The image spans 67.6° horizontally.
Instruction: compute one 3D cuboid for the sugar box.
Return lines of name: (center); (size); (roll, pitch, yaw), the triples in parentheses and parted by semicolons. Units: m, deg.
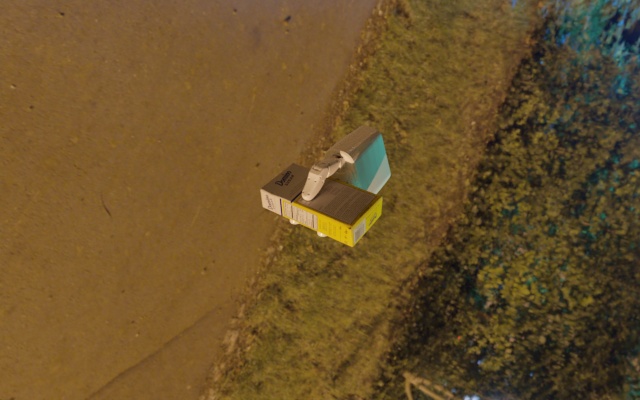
sugar box: (0.000, 0.003, 0.770); (0.176, 0.048, 0.093); (21, 44, 29)
